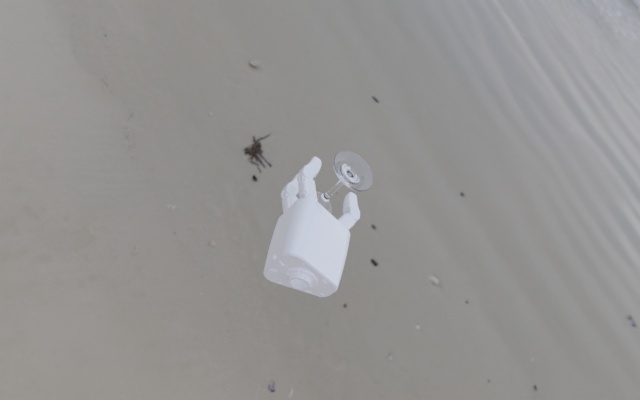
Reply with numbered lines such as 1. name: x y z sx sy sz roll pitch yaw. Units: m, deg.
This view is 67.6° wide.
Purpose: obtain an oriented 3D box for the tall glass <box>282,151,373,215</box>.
1. tall glass: 0.001 0.002 0.813 0.079 0.079 0.201 0 -29 -36
